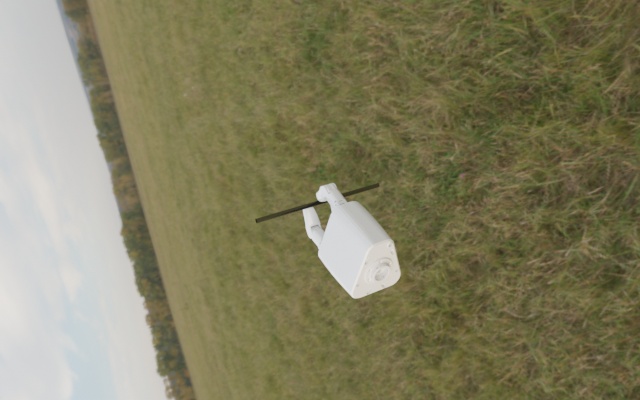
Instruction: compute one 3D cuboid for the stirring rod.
[{"bbox_3d":[0.000,0.003,0.838,0.239,0.011,0.011,-16,6,-22],"label":"stirring rod"}]
